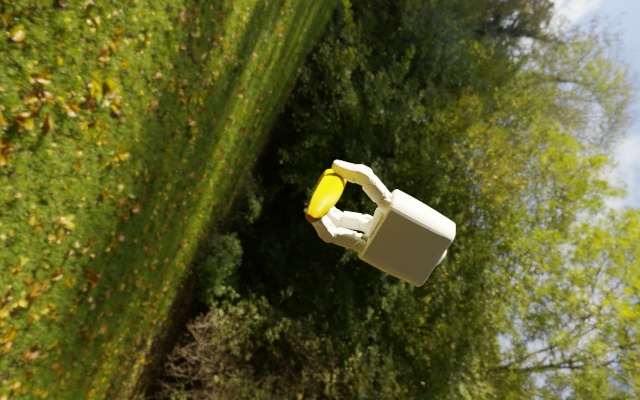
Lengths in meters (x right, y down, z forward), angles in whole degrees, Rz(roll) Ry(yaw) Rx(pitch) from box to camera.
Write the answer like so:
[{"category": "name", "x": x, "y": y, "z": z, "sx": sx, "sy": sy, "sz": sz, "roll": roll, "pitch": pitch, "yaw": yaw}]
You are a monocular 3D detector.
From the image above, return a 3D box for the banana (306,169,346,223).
[{"category": "banana", "x": 0.010, "y": -0.014, "z": 0.715, "sx": 0.037, "sy": 0.069, "sz": 0.197, "roll": 33, "pitch": 9, "yaw": -4}]
